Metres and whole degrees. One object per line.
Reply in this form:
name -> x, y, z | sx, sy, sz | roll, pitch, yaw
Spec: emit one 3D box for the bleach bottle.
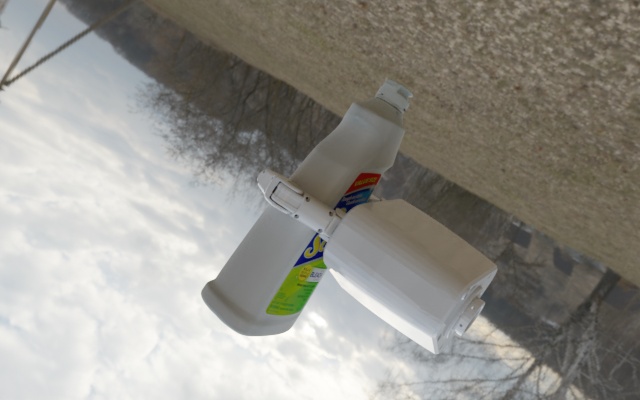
bleach bottle -> 0.000, 0.001, 0.432 | 0.068, 0.251, 0.102 | 35, 5, 28
